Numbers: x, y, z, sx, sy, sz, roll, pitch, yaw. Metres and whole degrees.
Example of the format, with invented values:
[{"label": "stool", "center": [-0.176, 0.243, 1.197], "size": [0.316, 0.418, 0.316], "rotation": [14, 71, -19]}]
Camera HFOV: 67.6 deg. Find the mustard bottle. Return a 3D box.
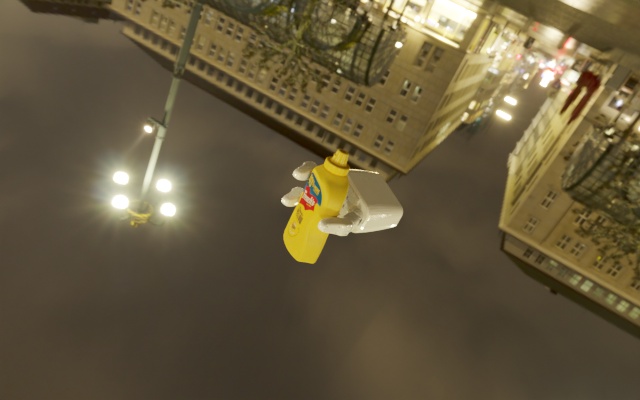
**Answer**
[{"label": "mustard bottle", "center": [0.000, 0.003, 0.783], "size": [0.058, 0.192, 0.096], "rotation": [14, 27, -24]}]
